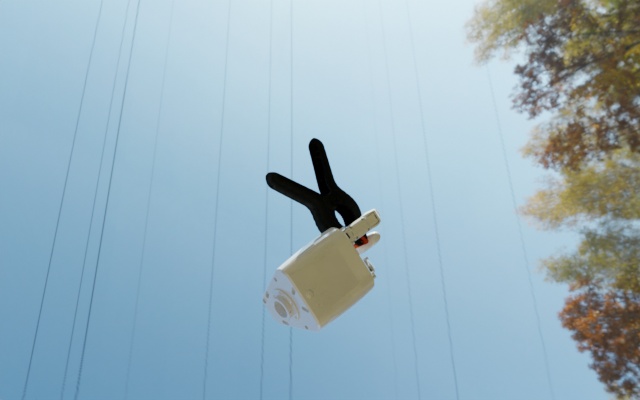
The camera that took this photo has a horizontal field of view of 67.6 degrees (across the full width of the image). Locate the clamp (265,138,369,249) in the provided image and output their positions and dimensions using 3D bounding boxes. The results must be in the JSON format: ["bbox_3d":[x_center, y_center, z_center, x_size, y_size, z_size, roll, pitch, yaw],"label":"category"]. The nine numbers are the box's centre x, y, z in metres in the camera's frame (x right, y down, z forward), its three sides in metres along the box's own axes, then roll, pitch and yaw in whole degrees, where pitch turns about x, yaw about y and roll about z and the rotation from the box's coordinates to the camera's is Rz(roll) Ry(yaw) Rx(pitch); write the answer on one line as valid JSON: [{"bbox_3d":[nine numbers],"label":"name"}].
[{"bbox_3d":[0.000,0.002,0.670,0.120,0.171,0.039,-32,-2,-36],"label":"clamp"}]
